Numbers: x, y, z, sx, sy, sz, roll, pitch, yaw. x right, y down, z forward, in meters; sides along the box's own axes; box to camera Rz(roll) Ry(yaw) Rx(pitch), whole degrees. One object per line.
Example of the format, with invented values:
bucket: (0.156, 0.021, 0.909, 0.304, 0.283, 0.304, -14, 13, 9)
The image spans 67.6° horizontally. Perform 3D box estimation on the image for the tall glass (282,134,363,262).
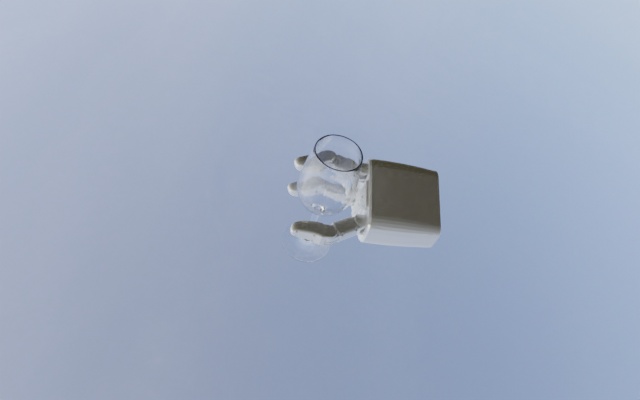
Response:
tall glass: (0.000, 0.003, 0.652, 0.079, 0.079, 0.201, 0, -37, -16)
